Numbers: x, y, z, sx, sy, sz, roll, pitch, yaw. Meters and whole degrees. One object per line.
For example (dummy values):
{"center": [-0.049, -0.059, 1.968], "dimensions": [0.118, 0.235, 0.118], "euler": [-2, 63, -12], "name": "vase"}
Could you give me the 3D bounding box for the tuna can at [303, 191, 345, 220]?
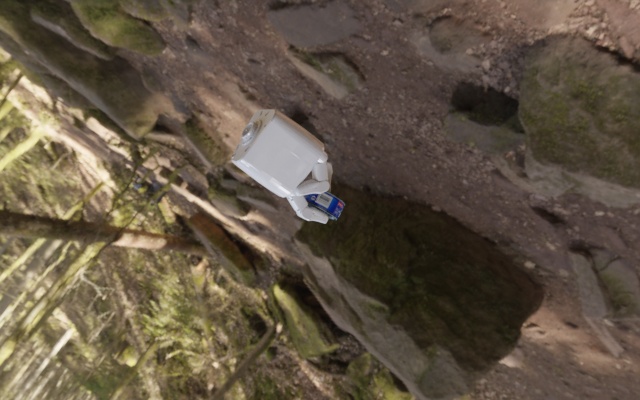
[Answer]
{"center": [0.000, 0.003, 0.875], "dimensions": [0.086, 0.033, 0.086], "euler": [26, -9, 4], "name": "tuna can"}
